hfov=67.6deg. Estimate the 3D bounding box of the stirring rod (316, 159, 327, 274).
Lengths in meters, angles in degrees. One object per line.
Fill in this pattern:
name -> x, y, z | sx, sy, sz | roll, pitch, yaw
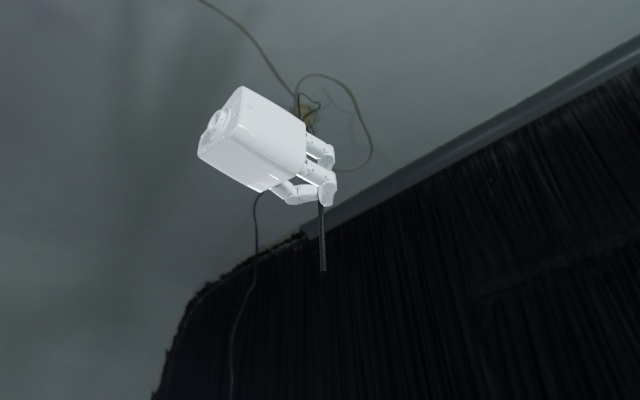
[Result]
stirring rod -> 0.000, 0.002, 0.700 | 0.011, 0.239, 0.011 | -1, -40, -1
